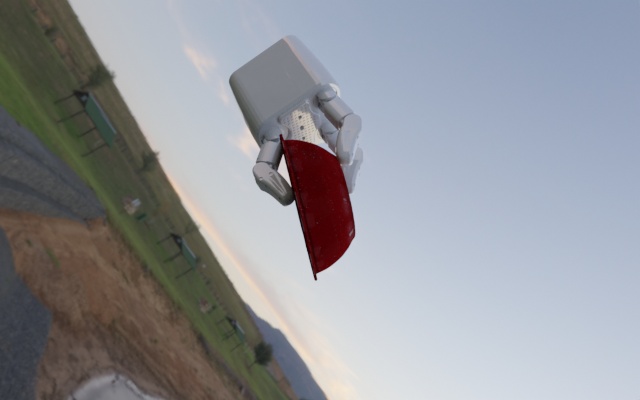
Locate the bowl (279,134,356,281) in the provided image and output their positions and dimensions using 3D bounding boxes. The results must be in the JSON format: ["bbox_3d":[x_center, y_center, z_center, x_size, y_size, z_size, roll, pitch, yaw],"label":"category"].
[{"bbox_3d":[0.001,0.003,0.515,0.055,0.162,0.162,-13,1,-3],"label":"bowl"}]
